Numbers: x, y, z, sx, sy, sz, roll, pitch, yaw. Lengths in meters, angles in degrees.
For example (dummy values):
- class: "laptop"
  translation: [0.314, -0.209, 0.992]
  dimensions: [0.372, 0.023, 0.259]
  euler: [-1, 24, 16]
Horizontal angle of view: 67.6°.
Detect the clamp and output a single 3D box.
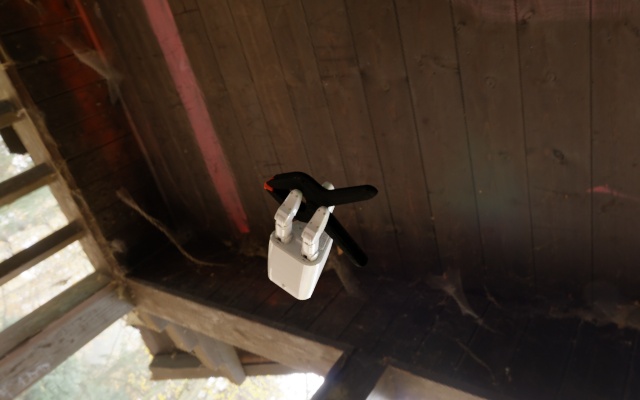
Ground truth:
- class: "clamp"
  translation: [0.000, 0.002, 0.763]
  dimensions: [0.210, 0.165, 0.036]
  euler: [31, 48, 19]
